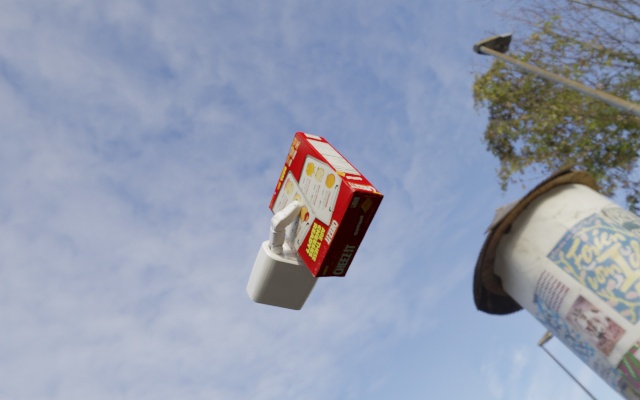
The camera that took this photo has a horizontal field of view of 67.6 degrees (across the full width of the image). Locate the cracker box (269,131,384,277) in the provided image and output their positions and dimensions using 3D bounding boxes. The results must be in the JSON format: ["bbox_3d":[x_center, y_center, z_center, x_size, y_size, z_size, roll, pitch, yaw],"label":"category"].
[{"bbox_3d":[0.000,0.003,0.820,0.072,0.164,0.213,6,28,-34],"label":"cracker box"}]
